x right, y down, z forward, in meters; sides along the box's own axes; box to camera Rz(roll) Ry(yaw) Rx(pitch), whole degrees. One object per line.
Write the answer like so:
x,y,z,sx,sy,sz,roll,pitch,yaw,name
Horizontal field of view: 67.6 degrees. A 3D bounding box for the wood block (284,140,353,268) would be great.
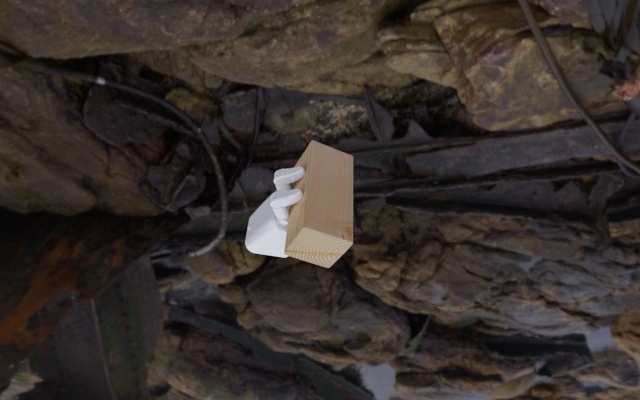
0.000,0.003,0.860,0.091,0.206,0.090,20,-44,-18,wood block
